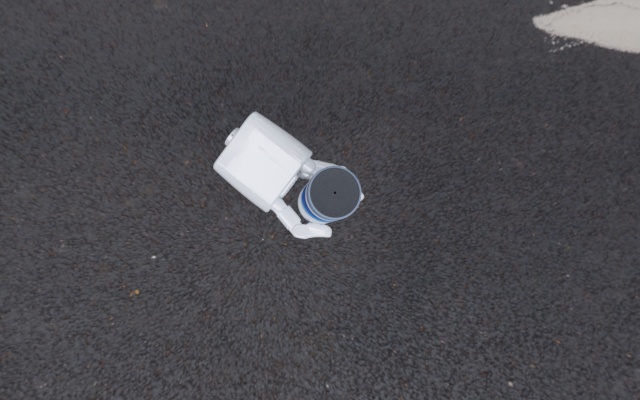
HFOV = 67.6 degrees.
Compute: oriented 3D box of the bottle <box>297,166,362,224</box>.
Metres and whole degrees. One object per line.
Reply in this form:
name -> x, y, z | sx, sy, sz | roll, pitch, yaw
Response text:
bottle -> 0.000, 0.002, 0.726 | 0.069, 0.069, 0.296 | 0, -5, -7
